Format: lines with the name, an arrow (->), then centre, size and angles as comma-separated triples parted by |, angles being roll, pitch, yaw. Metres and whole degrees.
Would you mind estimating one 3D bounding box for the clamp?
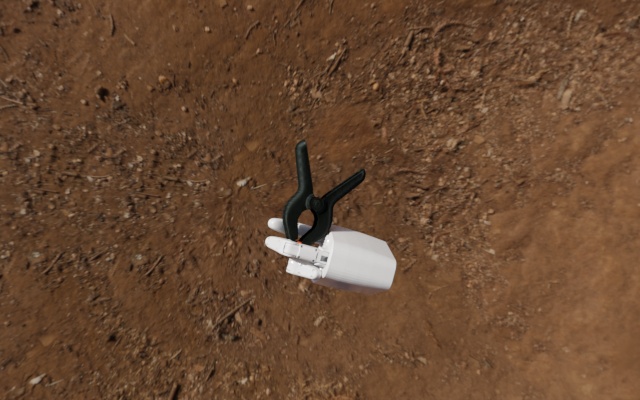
clamp -> 0.000, 0.003, 0.742 | 0.120, 0.171, 0.039 | 15, -2, -9
